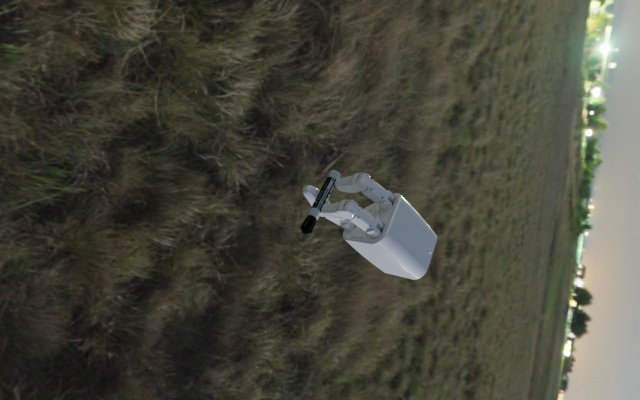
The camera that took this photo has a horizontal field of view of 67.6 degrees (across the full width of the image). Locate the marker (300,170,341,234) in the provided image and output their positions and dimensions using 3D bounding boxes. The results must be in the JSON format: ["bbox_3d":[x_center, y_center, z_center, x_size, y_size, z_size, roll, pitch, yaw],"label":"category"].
[{"bbox_3d":[0.000,0.002,0.736,0.020,0.121,0.020,19,-33,13],"label":"marker"}]
